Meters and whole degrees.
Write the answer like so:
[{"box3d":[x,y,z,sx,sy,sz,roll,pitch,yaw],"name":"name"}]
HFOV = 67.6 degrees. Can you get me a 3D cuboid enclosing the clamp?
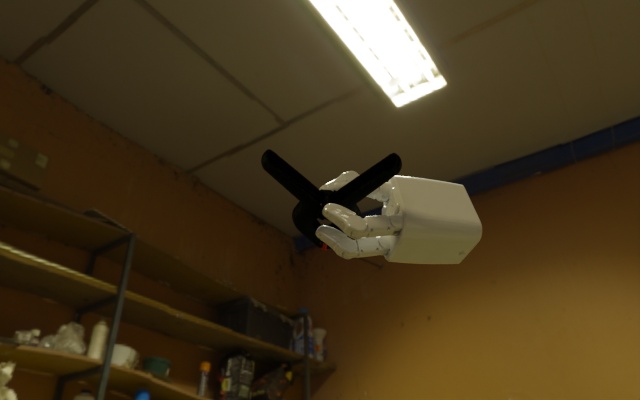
[{"box3d":[0.000,0.002,0.630,0.164,0.036,0.210,6,-35,-7],"name":"clamp"}]
